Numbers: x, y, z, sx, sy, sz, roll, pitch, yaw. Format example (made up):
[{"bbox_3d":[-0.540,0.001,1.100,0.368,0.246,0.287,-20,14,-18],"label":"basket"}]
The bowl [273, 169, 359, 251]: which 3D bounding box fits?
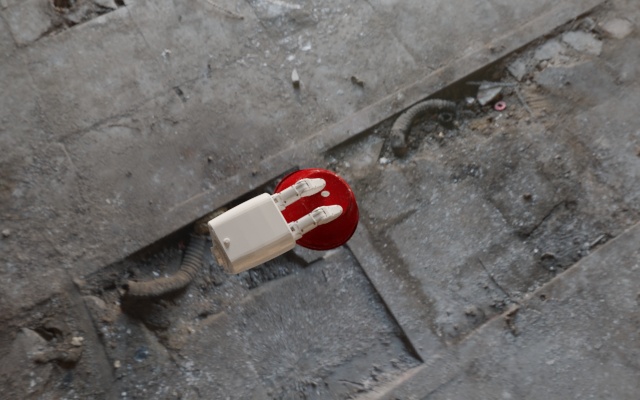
[{"bbox_3d":[0.001,0.002,0.828,0.162,0.162,0.055,0,-27,-19],"label":"bowl"}]
